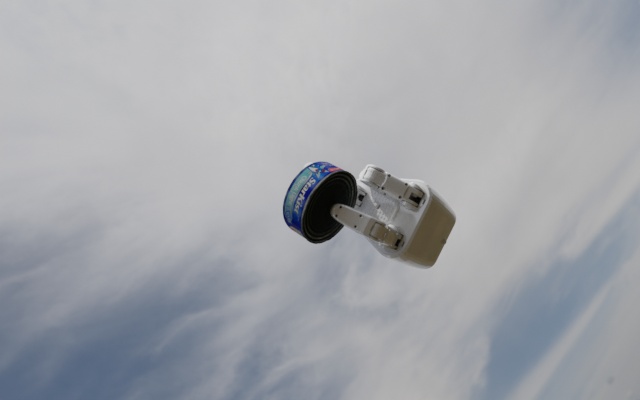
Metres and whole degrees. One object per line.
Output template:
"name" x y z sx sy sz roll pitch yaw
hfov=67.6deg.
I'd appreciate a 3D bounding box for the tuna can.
"tuna can" 0.000 0.001 0.518 0.033 0.086 0.086 30 18 35
